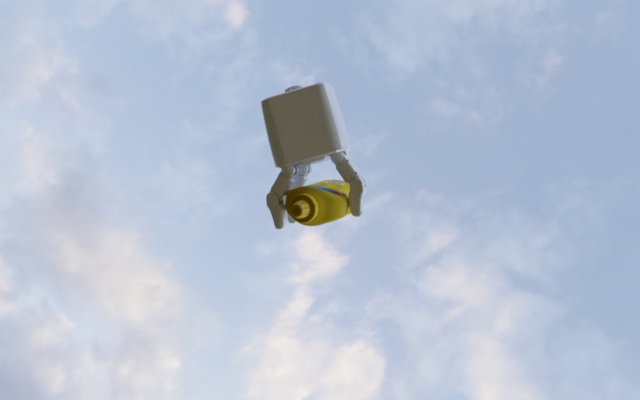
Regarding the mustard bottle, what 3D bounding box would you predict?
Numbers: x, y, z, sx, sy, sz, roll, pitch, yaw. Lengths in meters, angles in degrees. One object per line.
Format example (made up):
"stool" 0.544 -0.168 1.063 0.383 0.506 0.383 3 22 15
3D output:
"mustard bottle" 0.000 0.003 0.738 0.096 0.058 0.191 11 10 19
